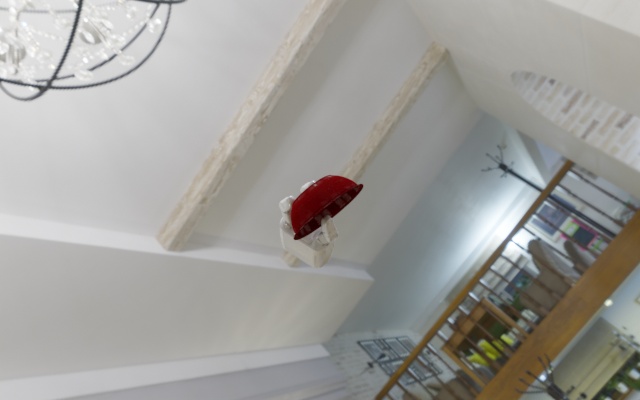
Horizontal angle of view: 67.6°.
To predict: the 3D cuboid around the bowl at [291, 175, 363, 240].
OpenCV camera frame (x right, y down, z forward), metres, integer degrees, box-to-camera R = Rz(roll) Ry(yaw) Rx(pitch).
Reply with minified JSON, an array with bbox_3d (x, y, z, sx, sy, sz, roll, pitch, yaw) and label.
[{"bbox_3d":[0.000,0.002,0.876,0.162,0.055,0.162,-37,-9,-7],"label":"bowl"}]
